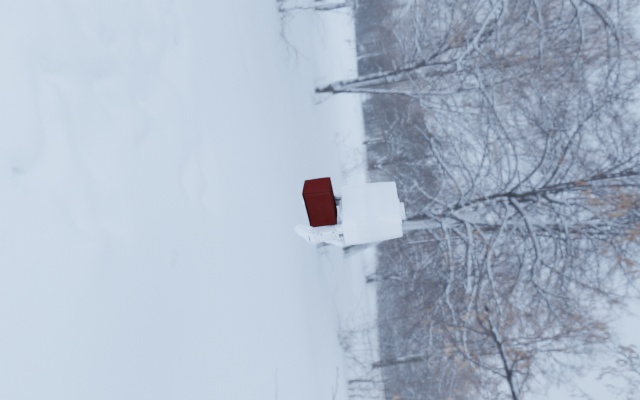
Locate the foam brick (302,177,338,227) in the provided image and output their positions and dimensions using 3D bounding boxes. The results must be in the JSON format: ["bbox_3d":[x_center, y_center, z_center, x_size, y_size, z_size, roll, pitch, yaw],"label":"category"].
[{"bbox_3d":[0.000,0.003,0.888,0.051,0.078,0.053,-8,34,9],"label":"foam brick"}]
